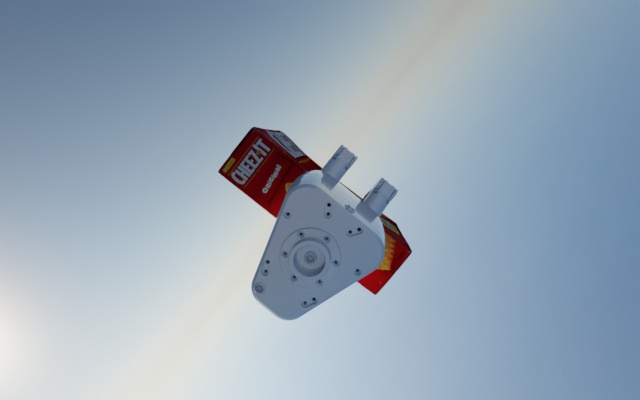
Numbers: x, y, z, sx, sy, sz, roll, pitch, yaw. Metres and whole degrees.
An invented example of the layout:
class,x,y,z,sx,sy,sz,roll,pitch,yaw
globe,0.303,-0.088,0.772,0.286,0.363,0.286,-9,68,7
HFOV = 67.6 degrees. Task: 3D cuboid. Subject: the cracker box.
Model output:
class,x,y,z,sx,sy,sz,roll,pitch,yaw
cracker box,0.000,0.002,0.576,0.214,0.072,0.164,39,7,-2
